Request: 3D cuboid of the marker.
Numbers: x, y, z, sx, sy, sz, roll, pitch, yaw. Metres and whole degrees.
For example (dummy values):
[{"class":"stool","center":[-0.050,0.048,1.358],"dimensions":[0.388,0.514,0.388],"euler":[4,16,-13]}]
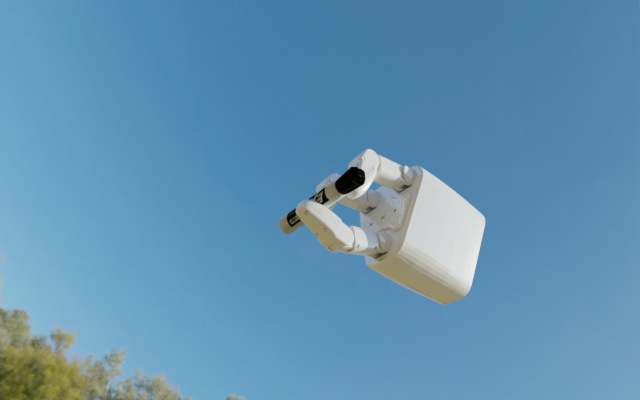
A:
[{"class":"marker","center":[0.000,0.001,0.449],"dimensions":[0.020,0.020,0.121],"euler":[0,-24,-40]}]
